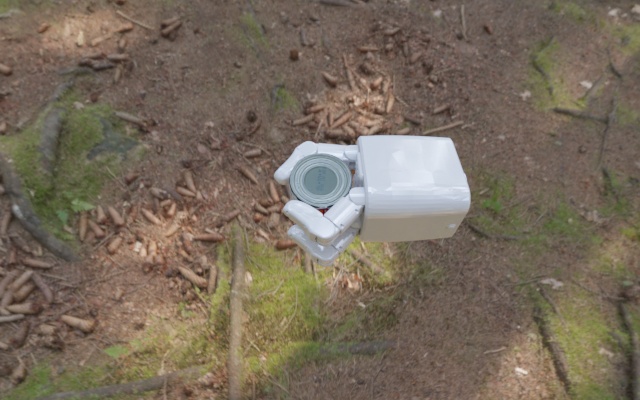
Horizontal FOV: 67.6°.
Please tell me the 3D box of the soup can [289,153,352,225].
[{"bbox_3d":[0.000,0.002,0.537,0.068,0.068,0.102,0,-28,-1],"label":"soup can"}]
